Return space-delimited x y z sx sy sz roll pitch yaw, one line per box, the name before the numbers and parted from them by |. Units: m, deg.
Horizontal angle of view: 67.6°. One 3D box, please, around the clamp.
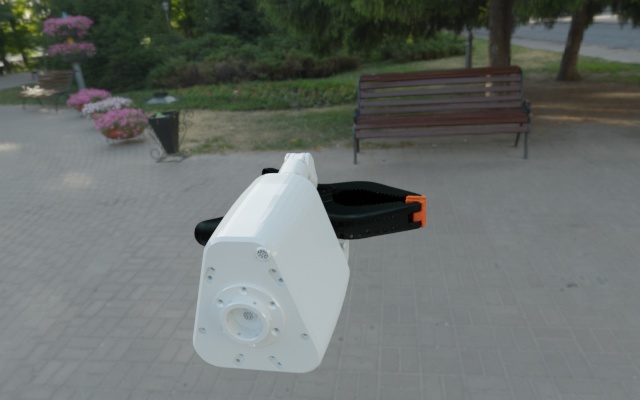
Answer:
clamp | 0.000 0.001 0.485 0.210 0.036 0.164 0 25 12
